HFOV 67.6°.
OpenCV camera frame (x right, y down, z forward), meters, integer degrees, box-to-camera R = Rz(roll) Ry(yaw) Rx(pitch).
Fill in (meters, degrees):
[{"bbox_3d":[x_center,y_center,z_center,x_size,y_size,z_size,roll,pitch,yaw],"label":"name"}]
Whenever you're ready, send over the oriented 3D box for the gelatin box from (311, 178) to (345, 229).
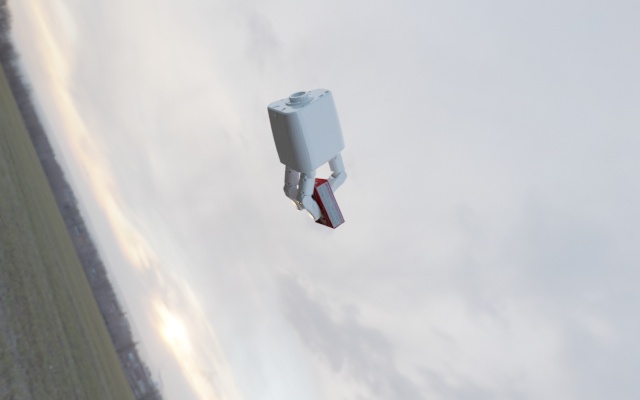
[{"bbox_3d":[0.001,0.003,0.856,0.030,0.089,0.073,-32,20,-21],"label":"gelatin box"}]
